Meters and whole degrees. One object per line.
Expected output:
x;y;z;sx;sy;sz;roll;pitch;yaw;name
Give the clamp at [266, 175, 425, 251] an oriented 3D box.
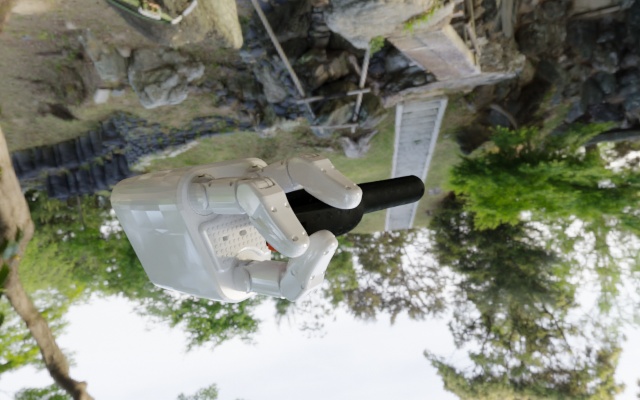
0.000;0.002;0.407;0.120;0.039;0.171;-1;10;39;clamp
